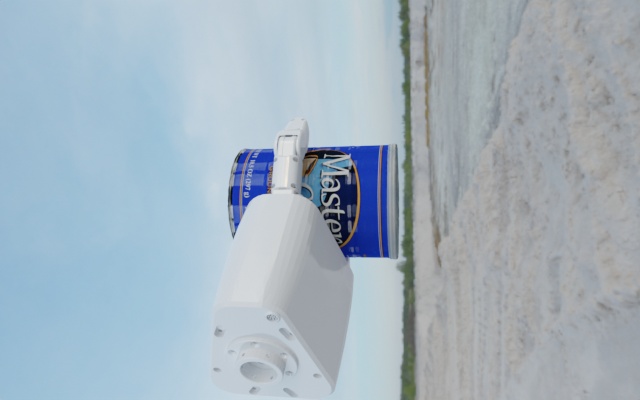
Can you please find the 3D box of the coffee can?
[{"bbox_3d":[0.000,0.001,0.436,0.140,0.103,0.103,-1,0,10],"label":"coffee can"}]
